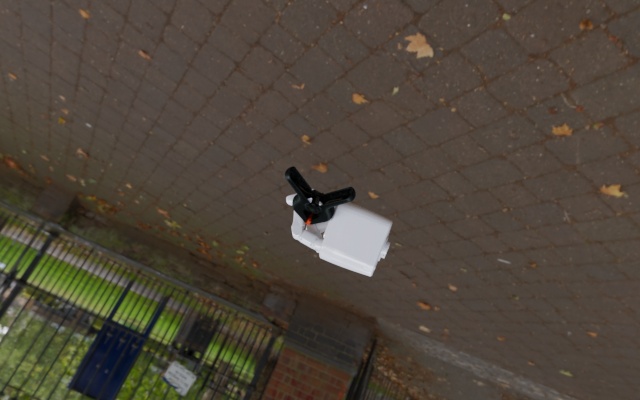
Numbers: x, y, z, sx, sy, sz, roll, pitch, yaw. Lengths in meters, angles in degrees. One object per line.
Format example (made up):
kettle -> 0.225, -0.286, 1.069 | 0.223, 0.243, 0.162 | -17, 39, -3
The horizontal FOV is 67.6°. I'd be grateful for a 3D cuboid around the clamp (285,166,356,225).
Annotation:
clamp -> 0.000, 0.003, 0.842 | 0.120, 0.039, 0.171 | 21, -22, 11
